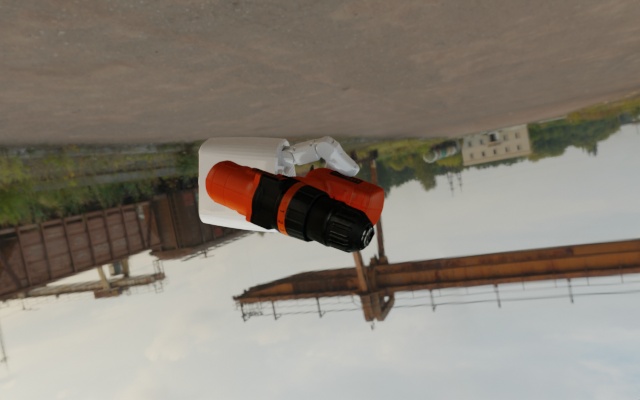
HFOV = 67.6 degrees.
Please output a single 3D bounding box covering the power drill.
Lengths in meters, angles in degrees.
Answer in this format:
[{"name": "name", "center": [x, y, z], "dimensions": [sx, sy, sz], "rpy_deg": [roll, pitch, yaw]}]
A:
[{"name": "power drill", "center": [0.000, 0.002, 0.512], "dimensions": [0.184, 0.057, 0.187], "rpy_deg": [22, 11, 27]}]
